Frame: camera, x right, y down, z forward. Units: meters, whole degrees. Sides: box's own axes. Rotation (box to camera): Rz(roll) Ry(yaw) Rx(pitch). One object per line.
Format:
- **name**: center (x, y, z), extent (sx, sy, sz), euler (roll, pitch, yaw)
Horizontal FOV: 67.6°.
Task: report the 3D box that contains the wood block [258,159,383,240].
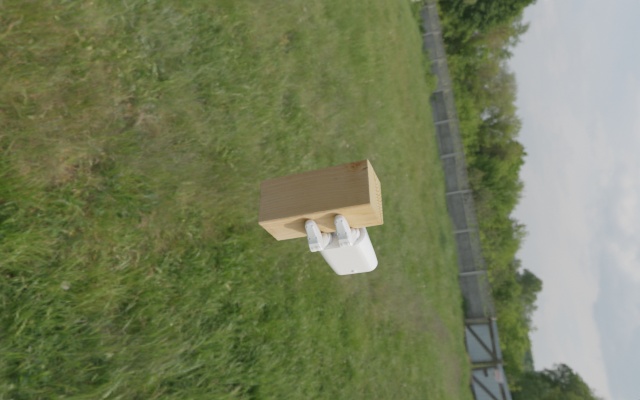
- **wood block**: center (0.000, 0.003, 0.868), extent (0.206, 0.090, 0.090), euler (-10, -30, 18)
